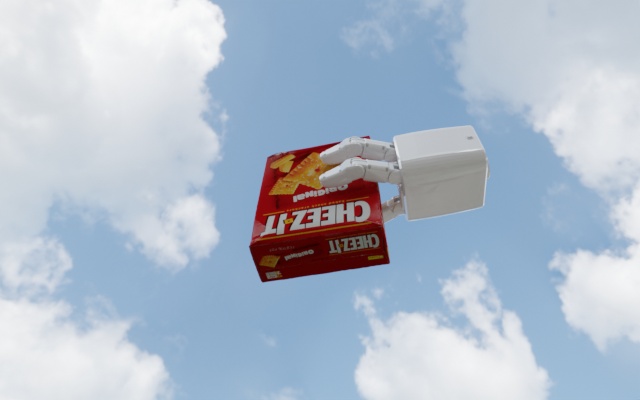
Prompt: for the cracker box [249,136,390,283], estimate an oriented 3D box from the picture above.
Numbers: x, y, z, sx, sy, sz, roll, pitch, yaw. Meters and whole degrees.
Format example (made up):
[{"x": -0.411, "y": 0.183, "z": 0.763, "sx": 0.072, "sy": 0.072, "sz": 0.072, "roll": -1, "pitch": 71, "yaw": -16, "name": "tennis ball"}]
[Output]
[{"x": 0.000, "y": 0.002, "z": 0.652, "sx": 0.164, "sy": 0.072, "sz": 0.213, "roll": -10, "pitch": 35, "yaw": 8, "name": "cracker box"}]
